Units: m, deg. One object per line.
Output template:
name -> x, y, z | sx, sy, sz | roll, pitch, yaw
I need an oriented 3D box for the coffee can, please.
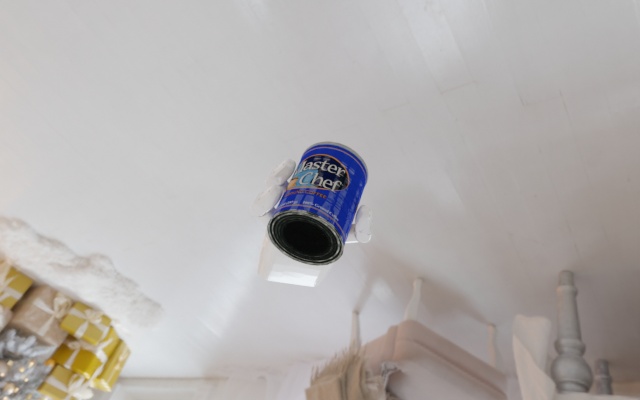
coffee can -> 0.000, 0.002, 0.649 | 0.103, 0.103, 0.140 | 0, 43, 23
